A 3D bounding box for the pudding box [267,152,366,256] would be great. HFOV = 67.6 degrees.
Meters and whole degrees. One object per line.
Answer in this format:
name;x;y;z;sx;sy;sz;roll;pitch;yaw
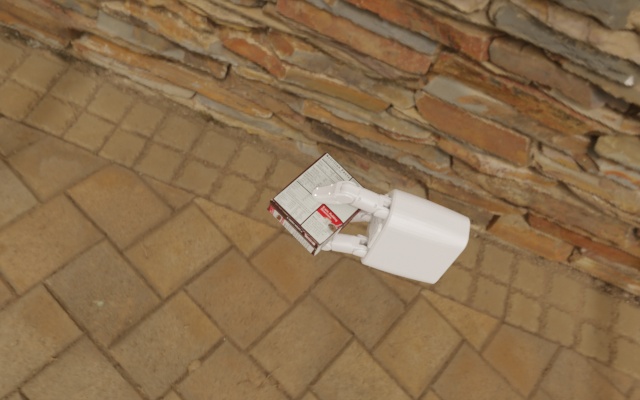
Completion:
pudding box;0.000;0.002;0.633;0.113;0.090;0.039;-42;-9;-28
